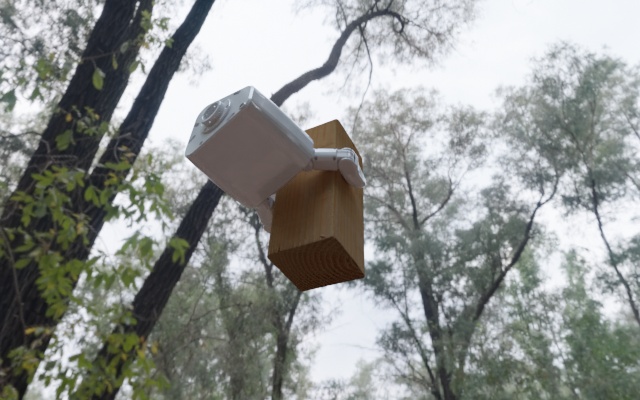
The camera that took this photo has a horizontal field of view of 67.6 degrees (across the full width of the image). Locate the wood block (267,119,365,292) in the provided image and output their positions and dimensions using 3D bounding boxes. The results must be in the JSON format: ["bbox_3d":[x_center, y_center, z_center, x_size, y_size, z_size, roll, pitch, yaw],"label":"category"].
[{"bbox_3d":[0.000,0.002,0.627,0.091,0.206,0.090,-17,-45,21],"label":"wood block"}]
